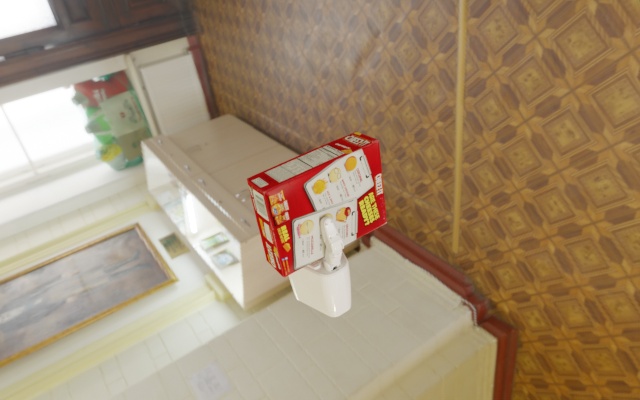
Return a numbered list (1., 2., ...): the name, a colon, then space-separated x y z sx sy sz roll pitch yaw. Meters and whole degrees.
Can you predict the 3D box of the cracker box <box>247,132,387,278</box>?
1. cracker box: 0.000 0.003 0.776 0.213 0.164 0.072 -26 35 -24
